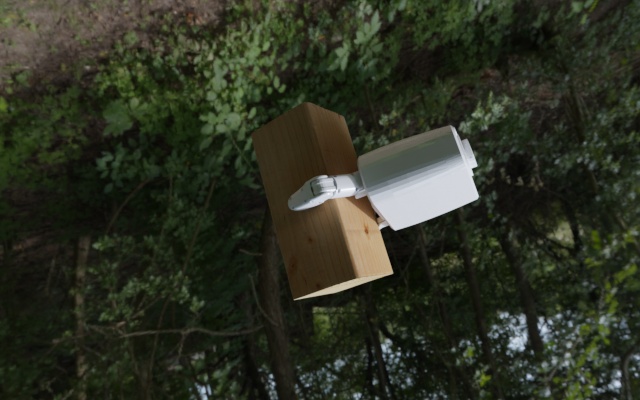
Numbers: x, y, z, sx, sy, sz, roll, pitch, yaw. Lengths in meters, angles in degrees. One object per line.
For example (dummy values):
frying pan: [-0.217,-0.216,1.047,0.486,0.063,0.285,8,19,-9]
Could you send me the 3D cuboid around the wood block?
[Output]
wood block: [0.000,0.002,0.568,0.090,0.206,0.091,-24,-17,30]
